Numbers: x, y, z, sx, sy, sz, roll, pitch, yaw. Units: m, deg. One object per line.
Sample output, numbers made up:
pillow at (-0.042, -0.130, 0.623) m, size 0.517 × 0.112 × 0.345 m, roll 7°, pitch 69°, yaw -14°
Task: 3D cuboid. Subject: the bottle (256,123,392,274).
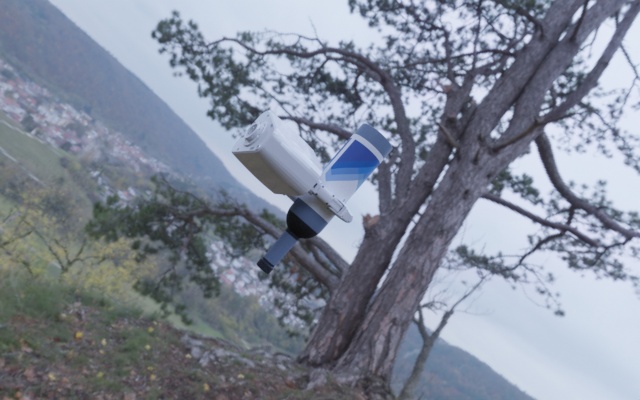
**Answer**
bottle at (0.000, 0.002, 0.798) m, size 0.069 × 0.295 × 0.069 m, roll 41°, pitch -4°, yaw 3°
